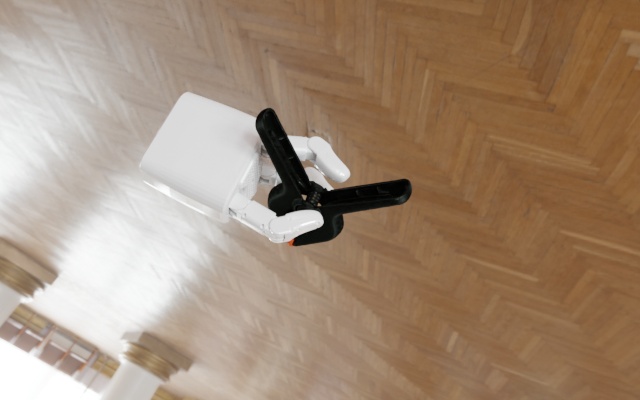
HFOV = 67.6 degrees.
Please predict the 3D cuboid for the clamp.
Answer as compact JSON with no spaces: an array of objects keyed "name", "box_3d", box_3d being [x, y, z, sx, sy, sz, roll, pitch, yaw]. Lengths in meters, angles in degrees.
[{"name":"clamp","box_3d":[-0.001,0.003,0.528,0.164,0.036,0.210,25,-32,6]}]
